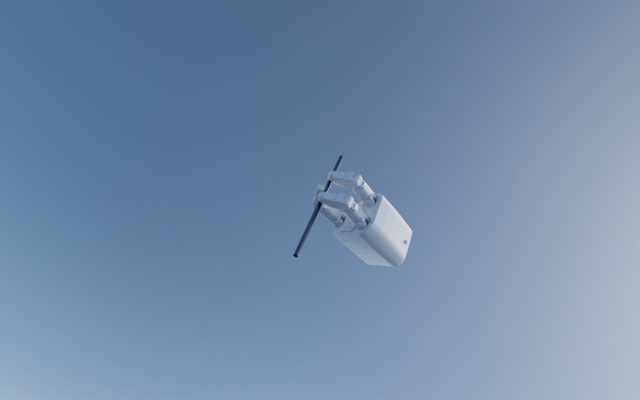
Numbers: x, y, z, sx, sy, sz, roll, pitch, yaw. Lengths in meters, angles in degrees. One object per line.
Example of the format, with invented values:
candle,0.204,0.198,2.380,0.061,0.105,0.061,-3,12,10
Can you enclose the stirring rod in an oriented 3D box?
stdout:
stirring rod,0.000,0.003,0.833,0.011,0.239,0.011,15,-40,13
